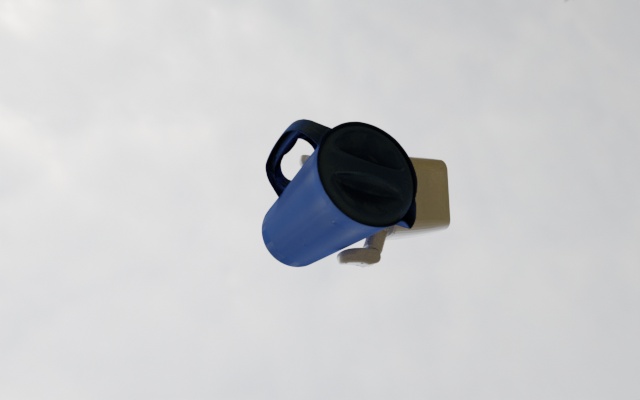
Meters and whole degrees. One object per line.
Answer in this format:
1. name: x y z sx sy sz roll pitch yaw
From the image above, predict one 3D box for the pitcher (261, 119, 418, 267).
1. pitcher: 0.000 0.002 0.638 0.145 0.149 0.243 -2 -20 -28
